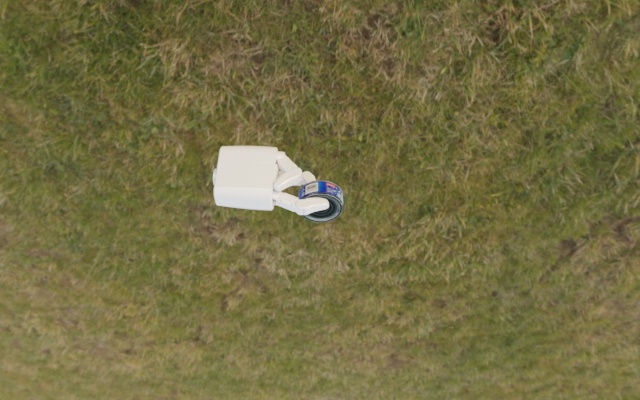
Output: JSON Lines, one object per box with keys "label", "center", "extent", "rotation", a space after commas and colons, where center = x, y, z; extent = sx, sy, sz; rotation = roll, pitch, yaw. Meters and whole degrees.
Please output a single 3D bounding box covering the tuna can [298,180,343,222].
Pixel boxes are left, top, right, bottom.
{"label": "tuna can", "center": [0.000, 0.003, 0.893], "extent": [0.086, 0.033, 0.086], "rotation": [0, -41, 0]}
